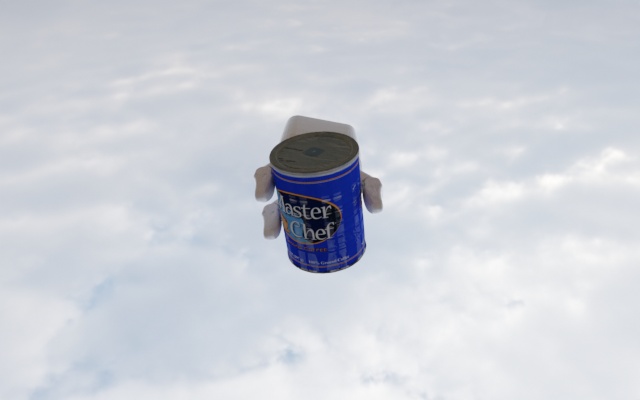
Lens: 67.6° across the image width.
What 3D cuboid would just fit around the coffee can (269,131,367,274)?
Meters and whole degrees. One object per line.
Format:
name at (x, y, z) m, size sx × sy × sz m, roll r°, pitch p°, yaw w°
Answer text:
coffee can at (0.000, 0.002, 0.576) m, size 0.103 × 0.140 × 0.102 m, roll -5°, pitch 32°, yaw 3°
